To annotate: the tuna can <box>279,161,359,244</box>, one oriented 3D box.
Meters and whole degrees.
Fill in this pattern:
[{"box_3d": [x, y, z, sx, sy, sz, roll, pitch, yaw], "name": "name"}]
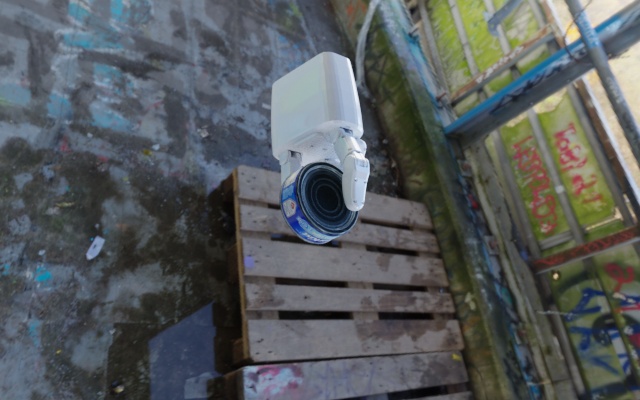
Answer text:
[{"box_3d": [0.000, 0.002, 0.518, 0.086, 0.086, 0.034, 0, -19, -39], "name": "tuna can"}]
